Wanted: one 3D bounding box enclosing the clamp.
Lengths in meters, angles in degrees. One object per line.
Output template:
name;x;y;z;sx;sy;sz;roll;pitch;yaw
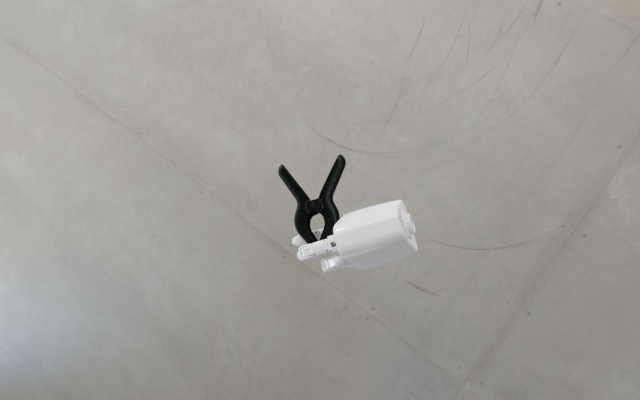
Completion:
clamp;0.000;0.003;0.816;0.120;0.171;0.039;-18;-11;17
